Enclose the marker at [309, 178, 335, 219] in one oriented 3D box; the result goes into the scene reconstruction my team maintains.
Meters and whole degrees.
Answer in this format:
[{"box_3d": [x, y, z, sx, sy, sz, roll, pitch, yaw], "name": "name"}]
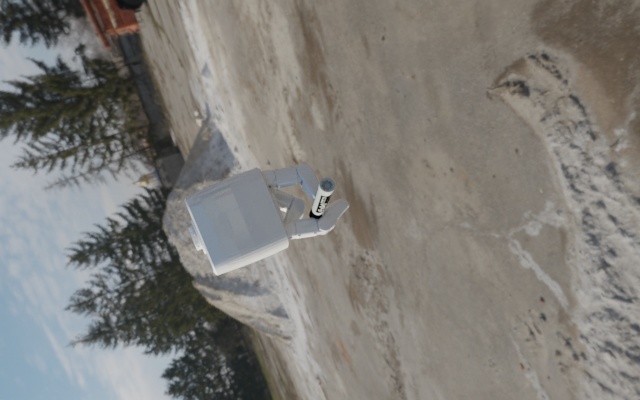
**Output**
[{"box_3d": [0.000, 0.002, 0.615, 0.020, 0.020, 0.121, 0, -20, -8], "name": "marker"}]
